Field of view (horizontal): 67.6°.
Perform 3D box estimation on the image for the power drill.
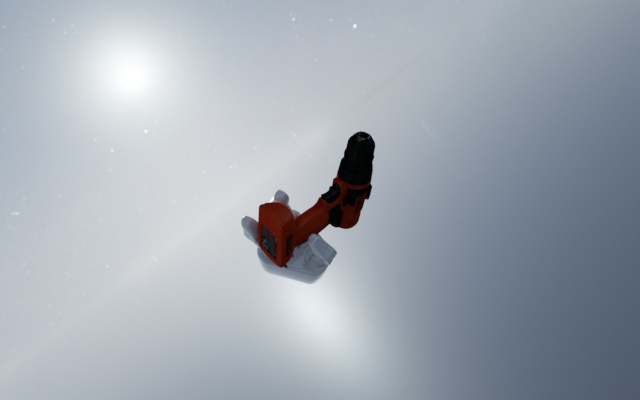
[{"bbox_3d":[0.000,0.003,0.685,0.187,0.185,0.057,-29,55,-31],"label":"power drill"}]
